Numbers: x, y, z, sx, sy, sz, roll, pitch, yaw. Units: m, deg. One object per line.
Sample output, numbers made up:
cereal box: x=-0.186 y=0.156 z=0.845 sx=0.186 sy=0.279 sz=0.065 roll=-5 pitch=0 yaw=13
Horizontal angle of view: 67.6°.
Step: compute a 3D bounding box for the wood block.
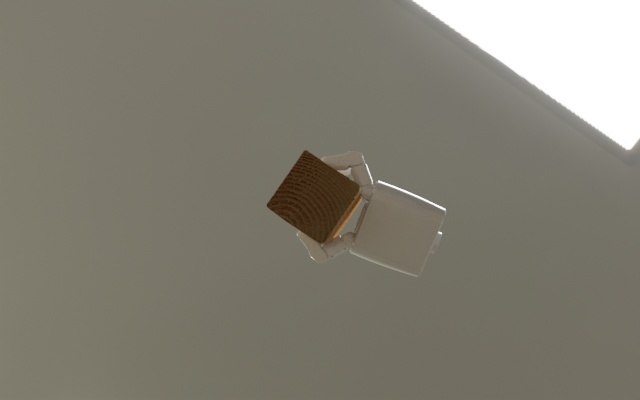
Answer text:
wood block: x=0.000 y=0.003 z=0.701 sx=0.090 sy=0.091 sz=0.206 roll=34 pitch=-1 yaw=7
